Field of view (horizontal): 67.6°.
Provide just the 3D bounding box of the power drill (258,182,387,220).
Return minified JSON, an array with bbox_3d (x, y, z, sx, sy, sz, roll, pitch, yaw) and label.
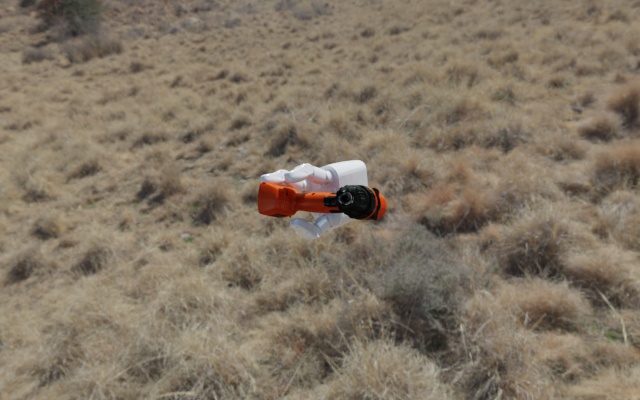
[{"bbox_3d":[0.000,0.002,0.750,0.187,0.057,0.184,4,-5,20],"label":"power drill"}]
